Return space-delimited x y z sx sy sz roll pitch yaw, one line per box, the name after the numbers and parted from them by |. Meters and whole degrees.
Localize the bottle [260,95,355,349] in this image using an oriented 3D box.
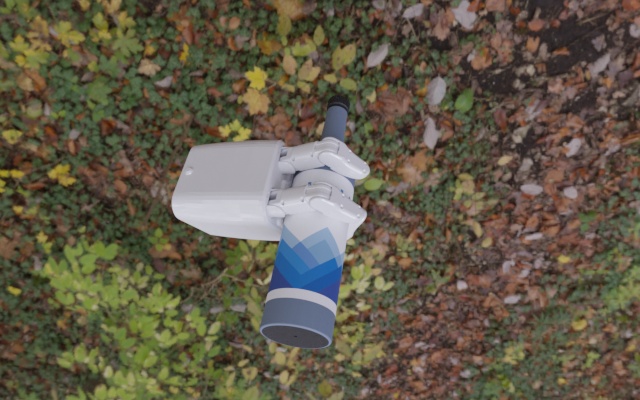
0.000 0.002 0.510 0.069 0.295 0.069 8 -32 5 | bottle
